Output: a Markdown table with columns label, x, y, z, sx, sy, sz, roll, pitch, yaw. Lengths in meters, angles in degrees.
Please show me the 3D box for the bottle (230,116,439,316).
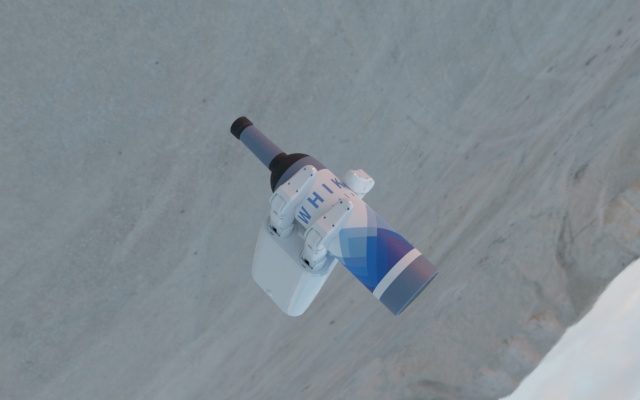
| label | x | y | z | sx | sy | sz | roll | pitch | yaw |
| --- | --- | --- | --- | --- | --- | --- | --- | --- | --- |
| bottle | 0.000 | 0.002 | 0.544 | 0.295 | 0.069 | 0.069 | 43 | 17 | 19 |
